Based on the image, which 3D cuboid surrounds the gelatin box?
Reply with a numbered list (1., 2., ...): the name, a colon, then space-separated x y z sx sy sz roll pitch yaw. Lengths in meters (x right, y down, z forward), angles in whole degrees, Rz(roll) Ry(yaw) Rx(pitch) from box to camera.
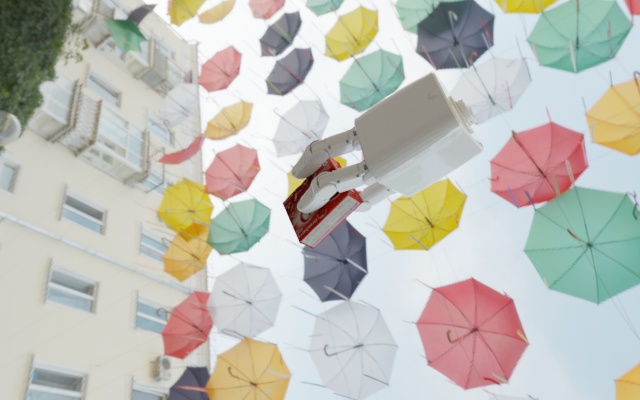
1. gelatin box: 0.000 0.002 0.580 0.030 0.089 0.073 29 23 -41
